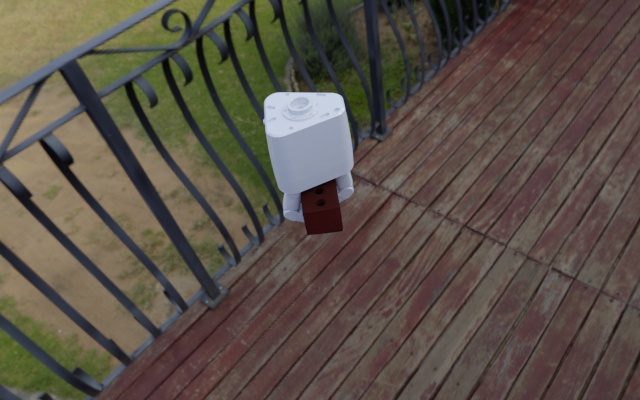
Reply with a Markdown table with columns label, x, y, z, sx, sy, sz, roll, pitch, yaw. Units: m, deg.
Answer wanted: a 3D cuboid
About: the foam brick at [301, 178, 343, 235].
| label | x | y | z | sx | sy | sz | roll | pitch | yaw |
| --- | --- | --- | --- | --- | --- | --- | --- | --- | --- |
| foam brick | 0.000 | 0.002 | 0.683 | 0.053 | 0.078 | 0.051 | -9 | -41 | 0 |
